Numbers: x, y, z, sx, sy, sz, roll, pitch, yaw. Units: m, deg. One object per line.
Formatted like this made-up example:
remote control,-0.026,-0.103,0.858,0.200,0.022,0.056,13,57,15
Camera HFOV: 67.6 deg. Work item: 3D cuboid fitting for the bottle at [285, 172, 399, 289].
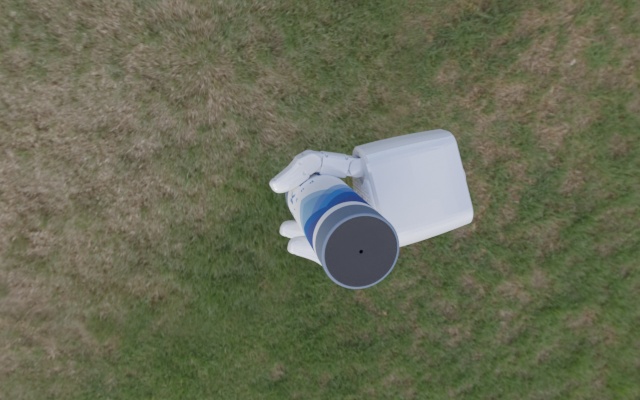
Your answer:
bottle,0.000,0.002,0.523,0.069,0.069,0.295,0,16,-14
